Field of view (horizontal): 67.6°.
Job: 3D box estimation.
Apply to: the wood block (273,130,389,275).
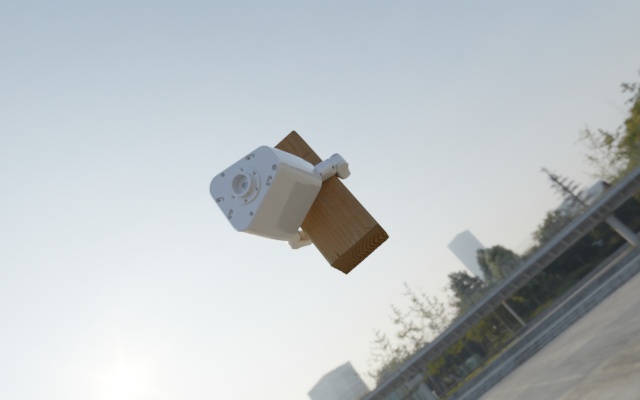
[{"bbox_3d":[0.000,0.002,0.733,0.091,0.206,0.090,-41,-25,3],"label":"wood block"}]
